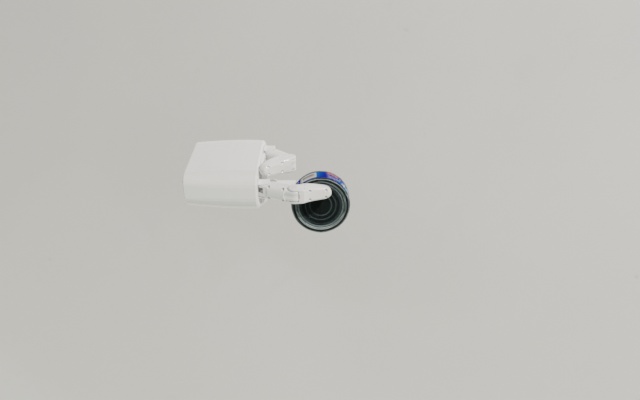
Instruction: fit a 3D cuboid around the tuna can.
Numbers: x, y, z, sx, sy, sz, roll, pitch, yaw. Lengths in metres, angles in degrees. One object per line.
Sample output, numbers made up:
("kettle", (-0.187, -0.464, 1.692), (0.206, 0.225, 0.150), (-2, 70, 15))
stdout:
("tuna can", (0.000, 0.002, 0.694), (0.086, 0.086, 0.033), (0, 21, -1))
